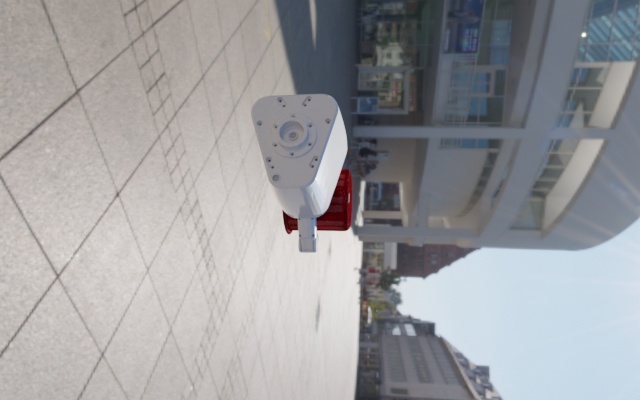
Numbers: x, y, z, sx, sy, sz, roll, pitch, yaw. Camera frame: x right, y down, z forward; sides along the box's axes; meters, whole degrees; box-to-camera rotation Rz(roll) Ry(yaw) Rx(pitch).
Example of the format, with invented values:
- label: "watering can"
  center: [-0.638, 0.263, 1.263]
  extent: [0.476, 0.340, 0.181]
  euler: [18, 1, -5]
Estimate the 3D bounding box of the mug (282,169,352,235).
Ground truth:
- label: "mug"
  center: [0.000, 0.003, 0.637]
  extent: [0.081, 0.093, 0.117]
  euler: [1, -15, 7]
